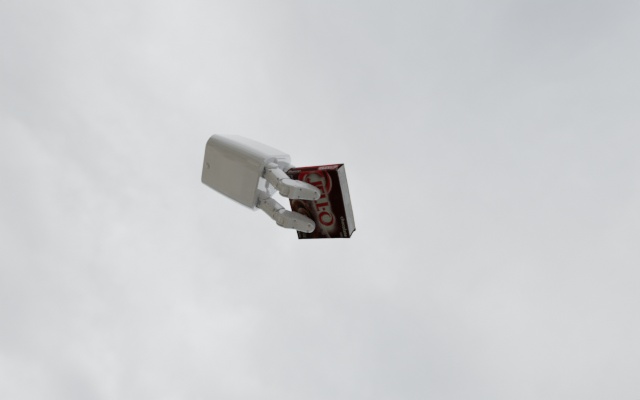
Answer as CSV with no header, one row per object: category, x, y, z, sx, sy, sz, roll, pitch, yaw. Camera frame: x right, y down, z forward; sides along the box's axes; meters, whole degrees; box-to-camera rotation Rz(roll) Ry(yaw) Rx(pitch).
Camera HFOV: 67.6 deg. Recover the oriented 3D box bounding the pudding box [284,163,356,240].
pudding box,0.000,0.002,0.731,0.090,0.113,0.039,-3,22,26
